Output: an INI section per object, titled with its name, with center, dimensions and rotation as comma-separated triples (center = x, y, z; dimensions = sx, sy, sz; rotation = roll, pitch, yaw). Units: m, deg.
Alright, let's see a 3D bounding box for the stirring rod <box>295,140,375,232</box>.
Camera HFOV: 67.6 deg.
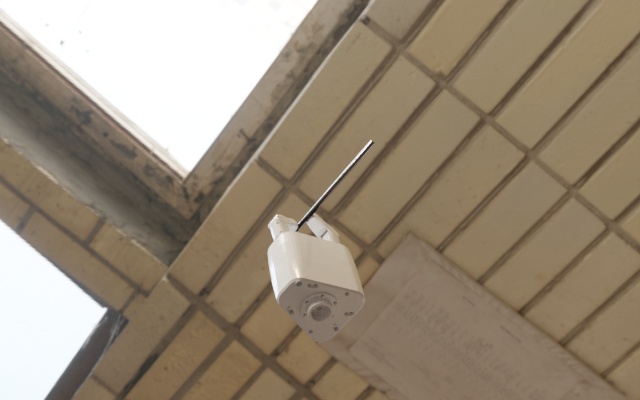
[stirring rod]
center = 0.000, 0.002, 0.725
dimensions = 0.011, 0.239, 0.011
rotation = 38, 16, -12
